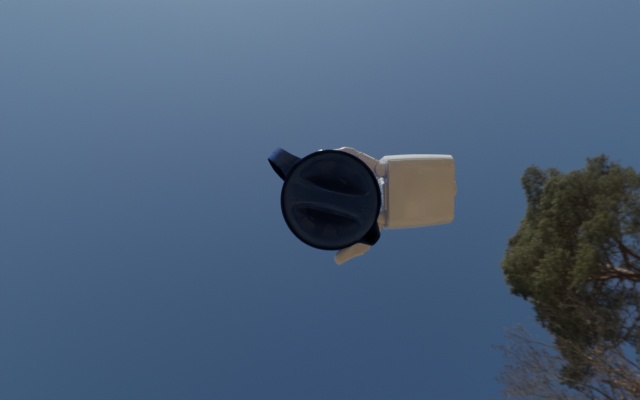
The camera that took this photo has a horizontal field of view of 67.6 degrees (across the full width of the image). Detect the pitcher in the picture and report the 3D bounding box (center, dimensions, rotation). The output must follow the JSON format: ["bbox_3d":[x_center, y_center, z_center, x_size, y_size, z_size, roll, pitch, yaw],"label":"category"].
[{"bbox_3d":[0.000,0.002,0.736,0.145,0.149,0.243,-6,-5,-4],"label":"pitcher"}]
